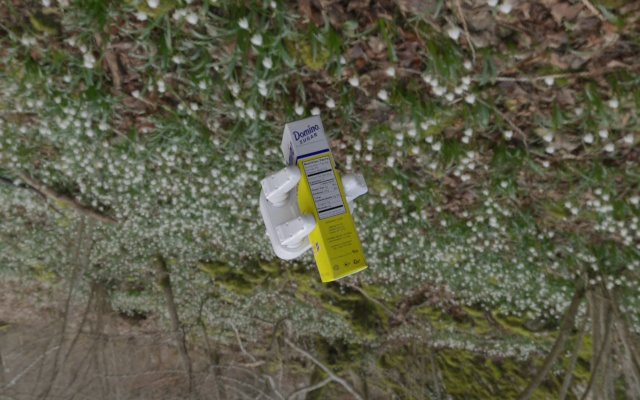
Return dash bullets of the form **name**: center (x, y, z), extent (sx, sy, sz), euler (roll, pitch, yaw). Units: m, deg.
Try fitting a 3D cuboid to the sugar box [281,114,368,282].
- **sugar box**: center (0.000, 0.002, 0.545), extent (0.048, 0.176, 0.093), euler (-18, -9, -11)
